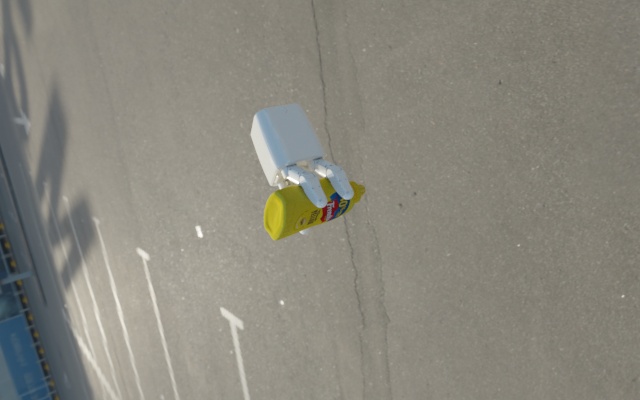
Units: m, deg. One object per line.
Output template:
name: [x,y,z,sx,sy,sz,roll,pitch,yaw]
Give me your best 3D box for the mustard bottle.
mustard bottle: [0.000,0.003,0.809,0.191,0.096,0.058,-18,54,-34]
